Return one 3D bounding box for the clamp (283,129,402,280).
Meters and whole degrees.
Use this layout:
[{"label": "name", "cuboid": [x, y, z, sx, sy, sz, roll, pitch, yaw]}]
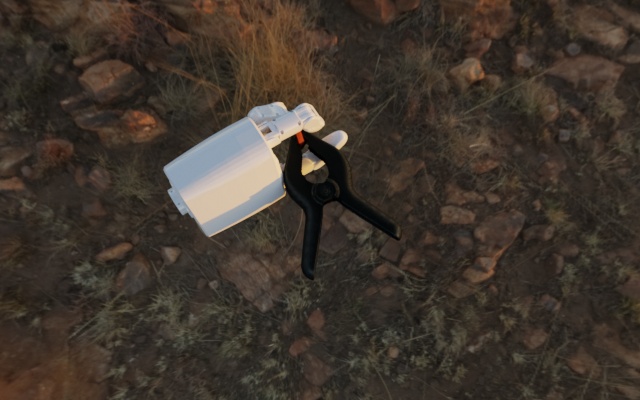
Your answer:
[{"label": "clamp", "cuboid": [0.000, 0.001, 0.545, 0.120, 0.171, 0.039, -32, -11, -12]}]
